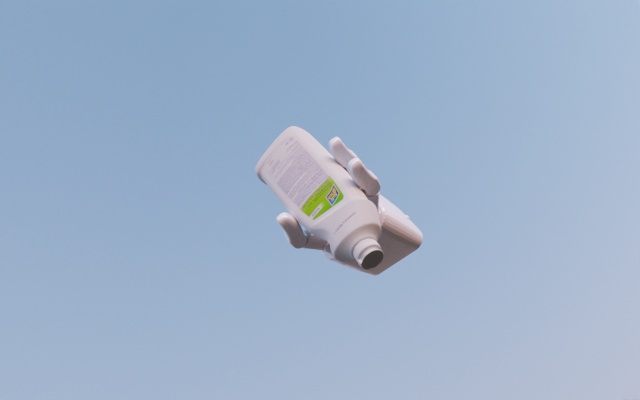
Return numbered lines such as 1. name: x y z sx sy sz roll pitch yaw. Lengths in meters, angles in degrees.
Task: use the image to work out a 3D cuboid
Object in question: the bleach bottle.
1. bleach bottle: 0.000 0.002 0.618 0.068 0.102 0.250 28 17 -41
